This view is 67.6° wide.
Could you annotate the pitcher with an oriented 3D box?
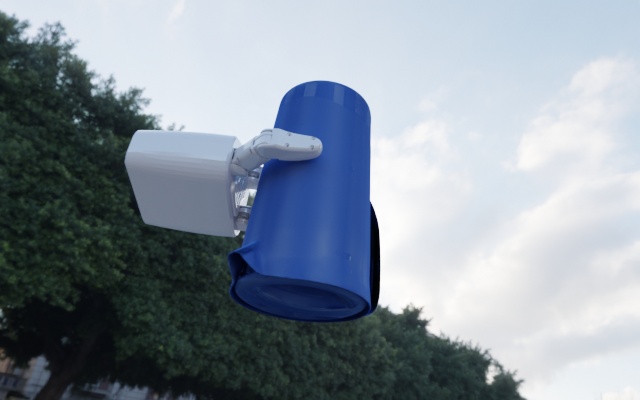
[{"bbox_3d":[0.000,0.002,0.508,0.145,0.242,0.149,5,-29,4],"label":"pitcher"}]
